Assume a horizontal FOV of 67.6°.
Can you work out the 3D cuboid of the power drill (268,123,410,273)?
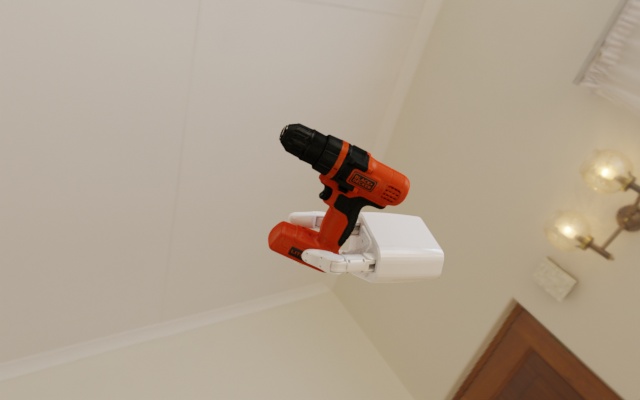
[{"bbox_3d":[0.000,0.003,0.649,0.184,0.188,0.057,26,32,-12],"label":"power drill"}]
